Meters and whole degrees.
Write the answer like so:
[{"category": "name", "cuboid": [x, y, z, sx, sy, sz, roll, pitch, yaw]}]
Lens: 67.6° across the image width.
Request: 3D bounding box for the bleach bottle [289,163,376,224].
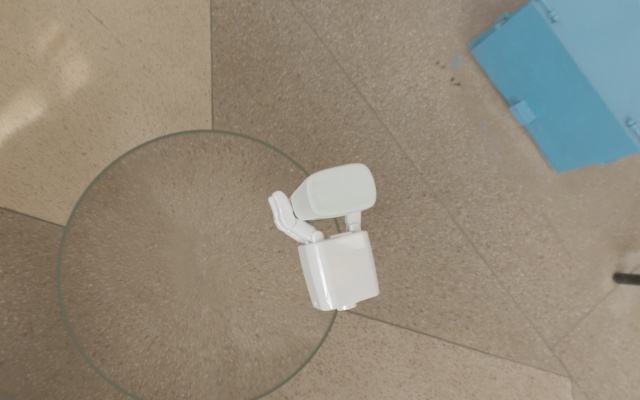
[{"category": "bleach bottle", "cuboid": [0.000, 0.002, 0.767, 0.102, 0.068, 0.251, -12, -5, -14]}]
